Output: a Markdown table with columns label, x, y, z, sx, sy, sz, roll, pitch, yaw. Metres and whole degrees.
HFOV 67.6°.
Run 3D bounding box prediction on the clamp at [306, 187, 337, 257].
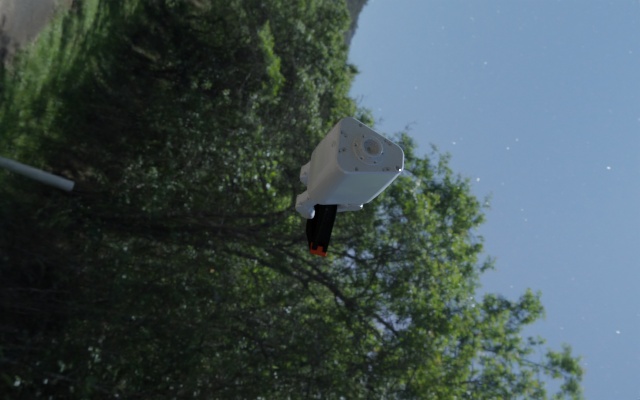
| label | x | y | z | sx | sy | sz | roll | pitch | yaw |
| --- | --- | --- | --- | --- | --- | --- | --- | --- | --- |
| clamp | 0.001 | 0.003 | 0.841 | 0.036 | 0.210 | 0.165 | 15 | -27 | -16 |
